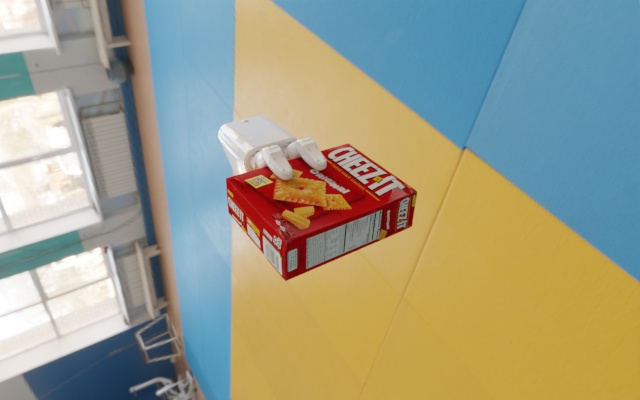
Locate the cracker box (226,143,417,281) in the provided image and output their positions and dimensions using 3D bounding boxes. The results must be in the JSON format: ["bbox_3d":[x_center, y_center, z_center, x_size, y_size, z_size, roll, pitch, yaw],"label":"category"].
[{"bbox_3d":[0.000,0.002,0.667,0.213,0.072,0.164,-20,41,-28],"label":"cracker box"}]
